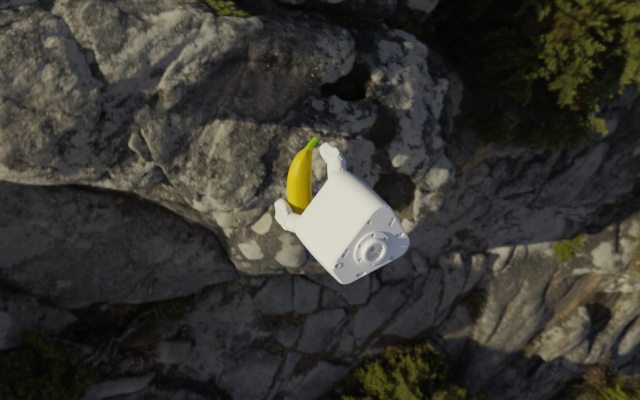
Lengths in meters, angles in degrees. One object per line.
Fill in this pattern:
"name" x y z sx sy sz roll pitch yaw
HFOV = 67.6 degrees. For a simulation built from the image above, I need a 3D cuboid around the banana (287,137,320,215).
"banana" -0.017 0.005 0.739 0.069 0.198 0.037 -20 31 -22
